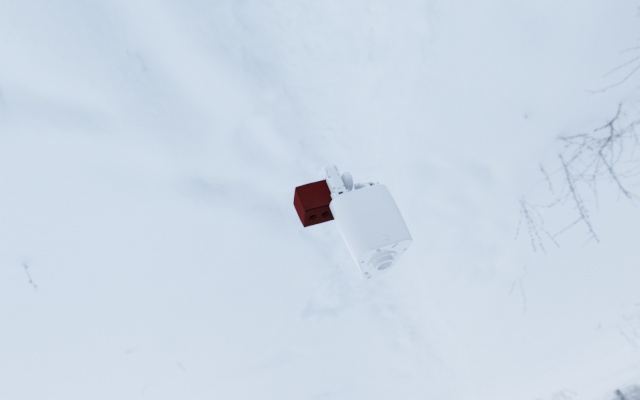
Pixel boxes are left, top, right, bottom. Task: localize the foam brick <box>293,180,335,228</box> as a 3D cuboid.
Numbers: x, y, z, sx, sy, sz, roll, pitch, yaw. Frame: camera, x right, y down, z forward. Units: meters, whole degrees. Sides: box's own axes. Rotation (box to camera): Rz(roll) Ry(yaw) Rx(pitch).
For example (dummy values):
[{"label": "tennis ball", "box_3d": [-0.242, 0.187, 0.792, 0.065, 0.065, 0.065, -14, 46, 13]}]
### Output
[{"label": "foam brick", "box_3d": [0.000, 0.003, 0.785, 0.078, 0.051, 0.053, -14, -30, -14]}]
